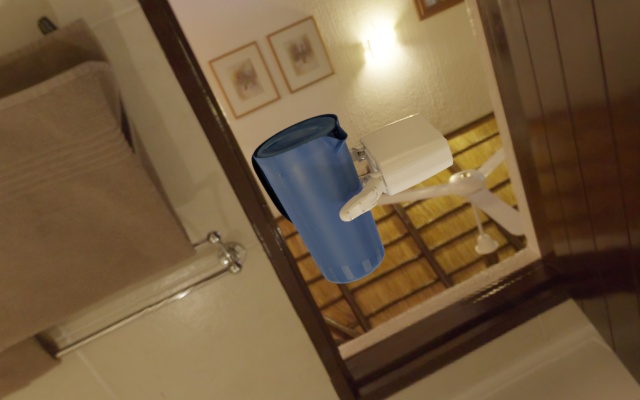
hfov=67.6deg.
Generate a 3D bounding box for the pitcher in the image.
[{"bbox_3d":[0.000,0.002,0.731,0.145,0.243,0.149,-25,22,-2],"label":"pitcher"}]
